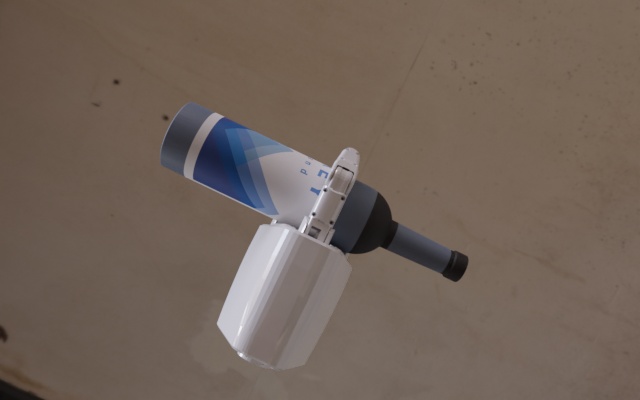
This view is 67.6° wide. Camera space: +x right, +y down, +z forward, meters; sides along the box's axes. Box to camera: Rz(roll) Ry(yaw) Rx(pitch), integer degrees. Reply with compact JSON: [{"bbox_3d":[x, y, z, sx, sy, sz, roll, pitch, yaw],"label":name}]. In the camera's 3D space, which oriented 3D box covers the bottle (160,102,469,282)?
[{"bbox_3d":[0.000,0.001,0.448,0.296,0.069,0.069,25,0,-1],"label":"bottle"}]
